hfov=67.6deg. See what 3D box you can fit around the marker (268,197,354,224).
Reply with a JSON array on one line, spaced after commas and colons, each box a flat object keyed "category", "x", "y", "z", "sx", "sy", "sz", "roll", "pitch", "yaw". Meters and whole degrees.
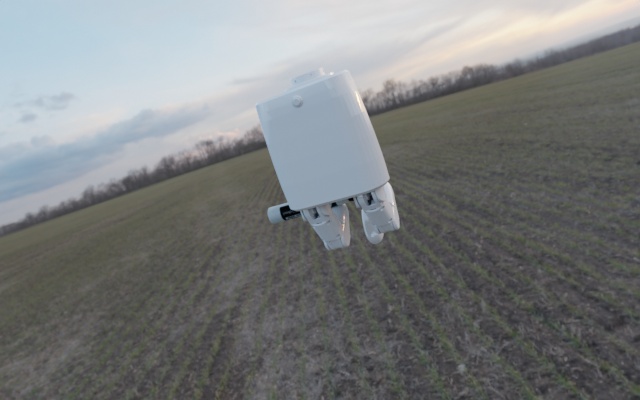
[{"category": "marker", "x": 0.000, "y": 0.002, "z": 0.509, "sx": 0.121, "sy": 0.020, "sz": 0.020, "roll": -16, "pitch": -6, "yaw": 21}]
